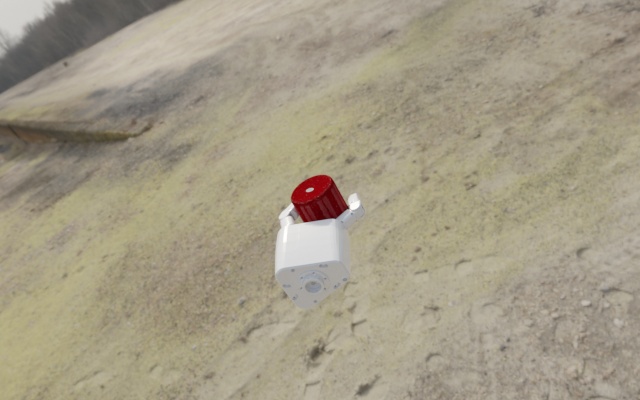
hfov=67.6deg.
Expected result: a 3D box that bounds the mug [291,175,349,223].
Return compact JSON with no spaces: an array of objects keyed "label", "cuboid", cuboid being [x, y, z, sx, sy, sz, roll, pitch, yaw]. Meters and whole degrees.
[{"label":"mug","cuboid":[0.000,0.002,0.844,0.093,0.081,0.117,-23,30,12]}]
